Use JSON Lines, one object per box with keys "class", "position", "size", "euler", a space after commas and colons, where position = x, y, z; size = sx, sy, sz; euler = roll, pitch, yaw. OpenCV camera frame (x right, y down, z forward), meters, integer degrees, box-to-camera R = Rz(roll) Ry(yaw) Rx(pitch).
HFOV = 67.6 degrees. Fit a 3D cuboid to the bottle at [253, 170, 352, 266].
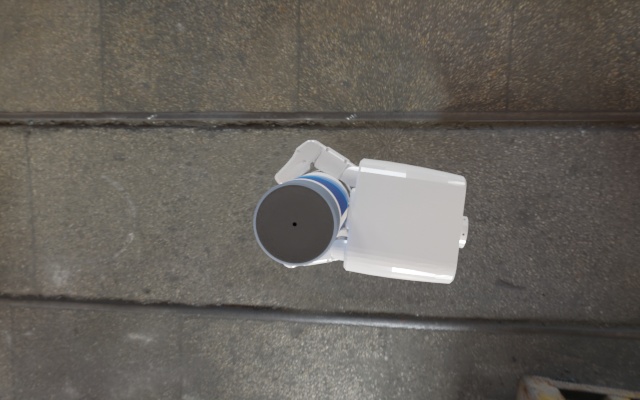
{"class": "bottle", "position": [0.000, 0.002, 0.513], "size": [0.069, 0.069, 0.295], "euler": [0, 7, 8]}
